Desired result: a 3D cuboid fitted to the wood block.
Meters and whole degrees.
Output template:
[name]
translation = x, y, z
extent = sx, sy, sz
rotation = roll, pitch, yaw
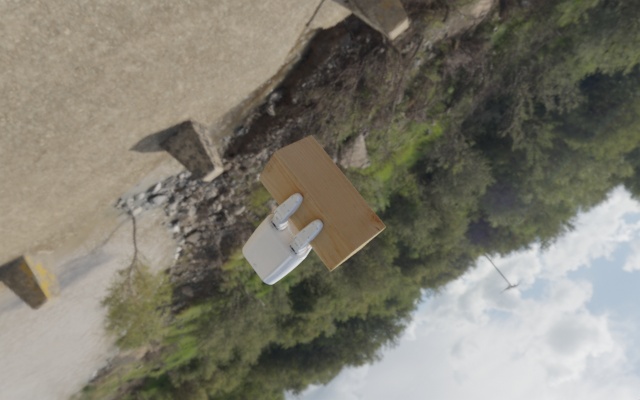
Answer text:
[wood block]
translation = 0.000, 0.003, 0.819
extent = 0.090, 0.206, 0.090
rotation = -31, -12, -39
